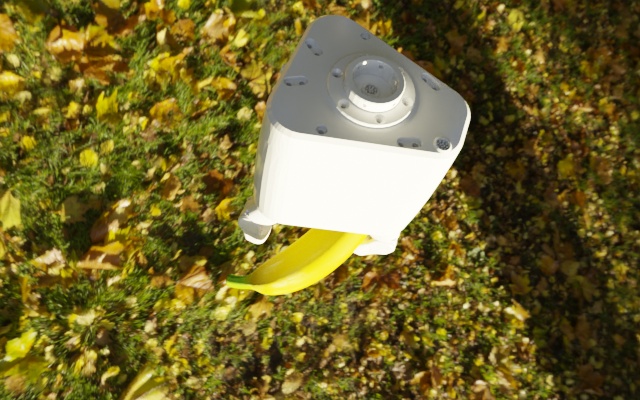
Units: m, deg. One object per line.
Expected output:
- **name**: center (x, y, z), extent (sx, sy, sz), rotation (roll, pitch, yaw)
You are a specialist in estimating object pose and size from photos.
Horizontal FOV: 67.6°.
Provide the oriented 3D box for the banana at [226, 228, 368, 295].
- **banana**: center (0.011, 0.013, 0.399), extent (0.069, 0.197, 0.037), rotation (36, -23, 28)
